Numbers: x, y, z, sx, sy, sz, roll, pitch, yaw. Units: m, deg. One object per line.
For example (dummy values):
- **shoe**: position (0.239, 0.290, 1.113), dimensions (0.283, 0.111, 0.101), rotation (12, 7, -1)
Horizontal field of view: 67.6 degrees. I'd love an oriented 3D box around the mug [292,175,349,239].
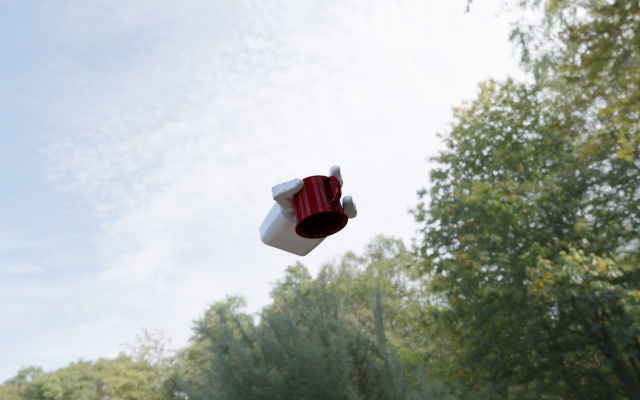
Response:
- **mug**: position (0.001, 0.002, 0.821), dimensions (0.093, 0.081, 0.117), rotation (6, -36, -28)
